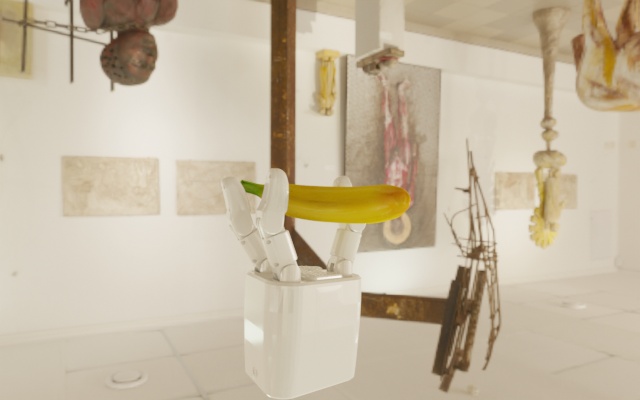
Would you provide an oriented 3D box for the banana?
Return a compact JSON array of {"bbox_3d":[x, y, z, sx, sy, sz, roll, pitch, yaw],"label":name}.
[{"bbox_3d":[0.009,0.003,0.453,0.198,0.037,0.069,3,-3,40],"label":"banana"}]
